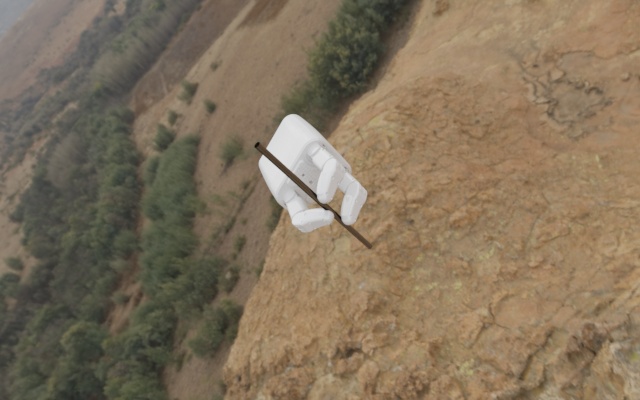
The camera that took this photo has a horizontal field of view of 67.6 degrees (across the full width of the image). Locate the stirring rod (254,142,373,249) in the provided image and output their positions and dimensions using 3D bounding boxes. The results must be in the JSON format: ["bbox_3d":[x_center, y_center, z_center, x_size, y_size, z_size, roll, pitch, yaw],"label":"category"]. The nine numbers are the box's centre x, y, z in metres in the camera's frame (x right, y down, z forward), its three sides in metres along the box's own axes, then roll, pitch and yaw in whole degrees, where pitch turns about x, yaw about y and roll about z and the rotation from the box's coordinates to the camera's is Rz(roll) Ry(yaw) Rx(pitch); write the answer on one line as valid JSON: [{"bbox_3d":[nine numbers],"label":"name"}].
[{"bbox_3d":[0.000,0.002,0.603,0.011,0.011,0.240,0,-32,43],"label":"stirring rod"}]
